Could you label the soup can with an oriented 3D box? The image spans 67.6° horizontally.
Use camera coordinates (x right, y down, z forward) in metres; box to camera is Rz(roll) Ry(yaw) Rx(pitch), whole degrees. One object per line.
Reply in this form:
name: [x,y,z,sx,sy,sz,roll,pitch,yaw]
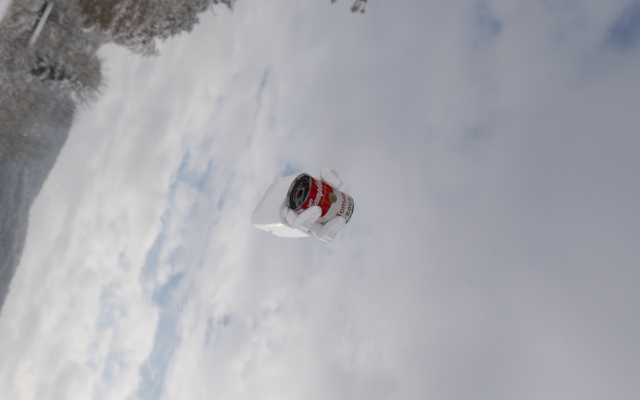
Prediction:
soup can: [0.001,0.003,0.838,0.102,0.068,0.068,25,-14,-33]
